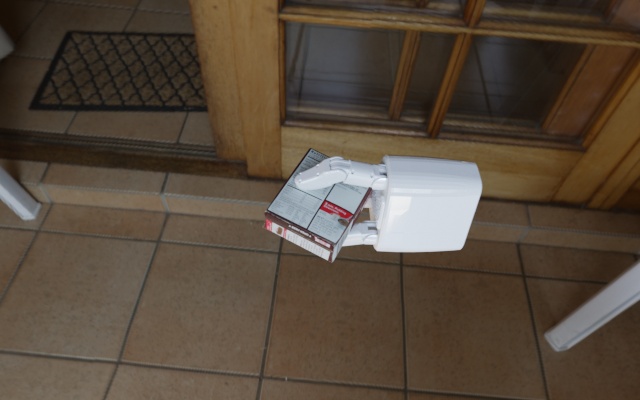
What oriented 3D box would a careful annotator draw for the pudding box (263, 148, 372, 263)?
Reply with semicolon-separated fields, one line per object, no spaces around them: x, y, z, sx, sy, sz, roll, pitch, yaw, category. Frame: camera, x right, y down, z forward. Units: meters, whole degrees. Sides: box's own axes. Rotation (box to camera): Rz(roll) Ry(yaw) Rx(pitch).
0.000;0.002;0.549;0.090;0.113;0.039;26;-37;10;pudding box
